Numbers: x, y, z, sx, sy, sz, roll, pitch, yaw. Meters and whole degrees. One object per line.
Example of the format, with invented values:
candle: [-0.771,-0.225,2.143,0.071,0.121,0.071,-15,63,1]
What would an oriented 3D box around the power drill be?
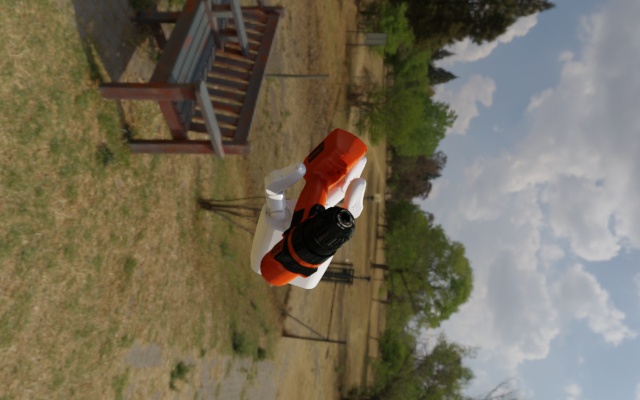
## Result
power drill: [0.000,0.002,0.582,0.057,0.187,0.184,33,-37,-15]
